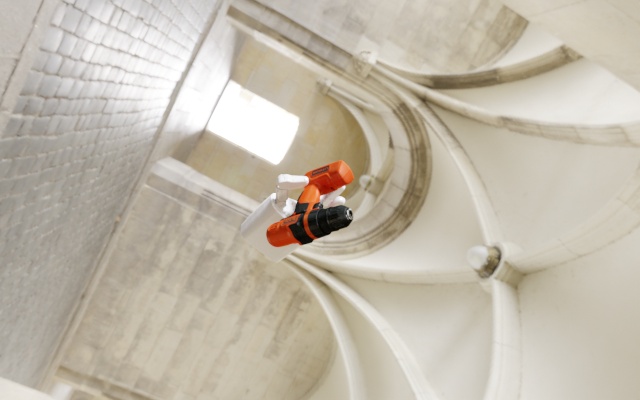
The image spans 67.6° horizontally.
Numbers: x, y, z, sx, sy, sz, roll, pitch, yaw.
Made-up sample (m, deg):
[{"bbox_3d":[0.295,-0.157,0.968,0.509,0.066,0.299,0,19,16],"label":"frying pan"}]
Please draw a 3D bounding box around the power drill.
[{"bbox_3d":[0.000,0.003,0.893,0.184,0.057,0.187,-16,29,34],"label":"power drill"}]
